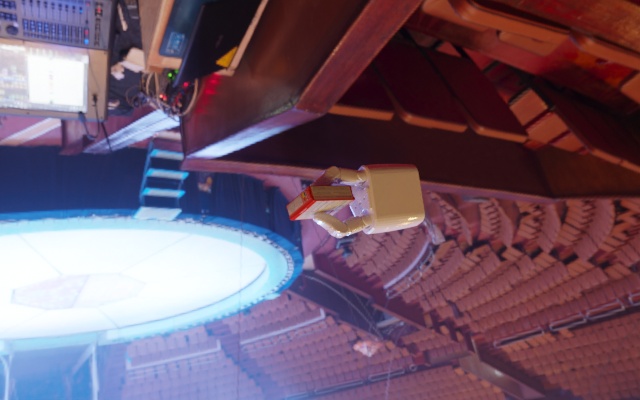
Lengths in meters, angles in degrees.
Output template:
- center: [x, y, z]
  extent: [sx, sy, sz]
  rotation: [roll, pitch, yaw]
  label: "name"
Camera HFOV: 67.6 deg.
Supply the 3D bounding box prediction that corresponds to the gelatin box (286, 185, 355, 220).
- center: [0.000, 0.003, 0.783]
  extent: [0.089, 0.030, 0.073]
  rotation: [-3, -24, -38]
  label: "gelatin box"
